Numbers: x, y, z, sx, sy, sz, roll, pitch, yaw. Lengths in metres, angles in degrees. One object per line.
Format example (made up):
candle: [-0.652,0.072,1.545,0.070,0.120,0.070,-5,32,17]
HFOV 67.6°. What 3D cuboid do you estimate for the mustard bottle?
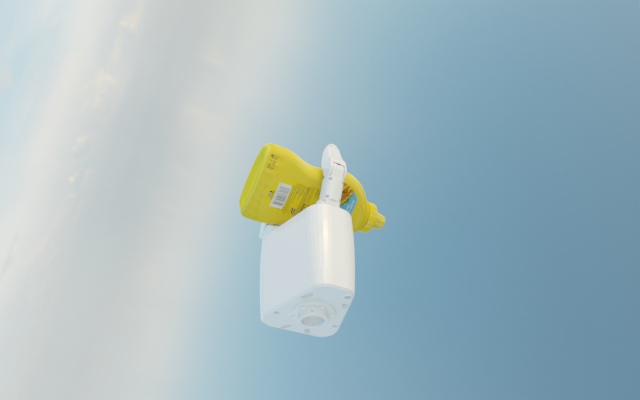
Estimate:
mustard bottle: [0.000,0.002,0.615,0.191,0.096,0.058,19,19,-22]
